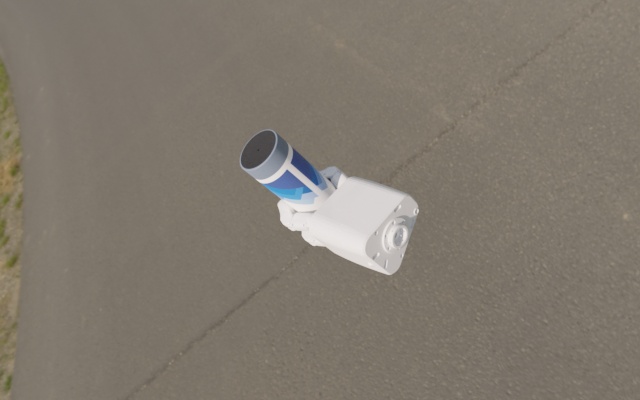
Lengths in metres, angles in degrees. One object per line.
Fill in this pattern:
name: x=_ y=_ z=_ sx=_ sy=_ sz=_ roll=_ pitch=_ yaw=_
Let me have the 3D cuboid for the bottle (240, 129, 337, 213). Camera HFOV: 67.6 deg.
bottle: x=0.000 y=0.002 z=0.736 sx=0.069 sy=0.069 sz=0.296 roll=0 pitch=-29 yaw=40
